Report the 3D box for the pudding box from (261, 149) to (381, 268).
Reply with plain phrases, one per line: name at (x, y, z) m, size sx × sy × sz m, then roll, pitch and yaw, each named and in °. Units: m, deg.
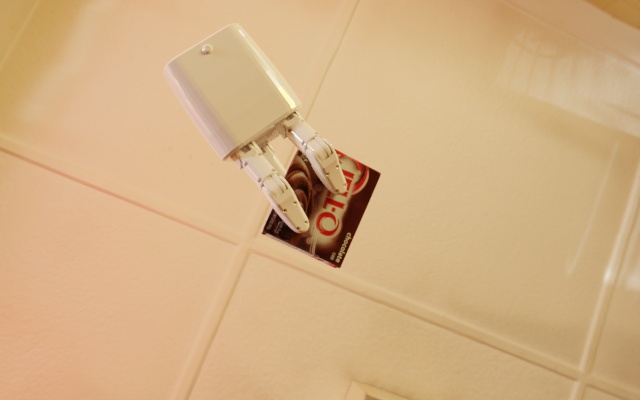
pudding box at (0.000, 0.002, 0.501) m, size 0.090 × 0.113 × 0.039 m, roll 26°, pitch -9°, yaw -9°
